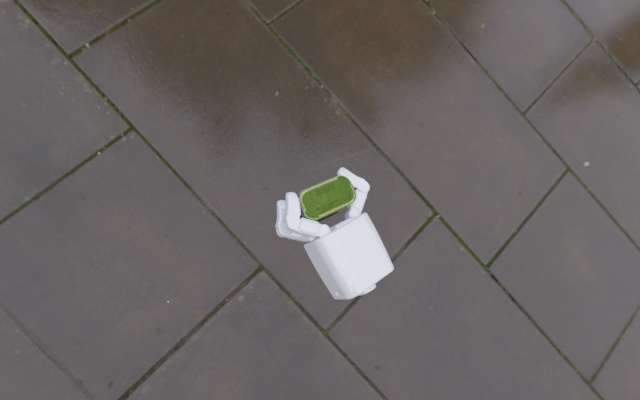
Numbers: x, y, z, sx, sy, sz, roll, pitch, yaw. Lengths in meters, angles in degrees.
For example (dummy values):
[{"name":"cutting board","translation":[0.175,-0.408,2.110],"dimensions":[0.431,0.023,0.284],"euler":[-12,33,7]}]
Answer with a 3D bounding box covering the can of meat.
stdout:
[{"name":"can of meat","translation":[0.000,0.002,0.792],"dimensions":[0.102,0.057,0.084],"euler":[-24,-3,-21]}]
